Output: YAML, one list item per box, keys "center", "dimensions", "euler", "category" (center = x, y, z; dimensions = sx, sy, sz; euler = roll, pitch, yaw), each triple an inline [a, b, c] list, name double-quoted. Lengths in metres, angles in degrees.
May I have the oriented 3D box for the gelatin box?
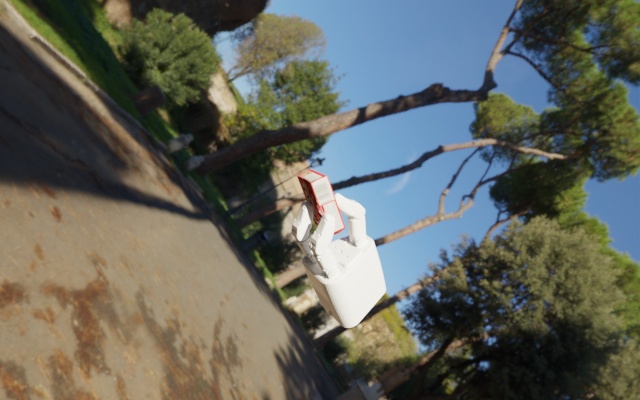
- center: [0.000, 0.002, 0.720]
  dimensions: [0.030, 0.089, 0.073]
  euler: [-24, 18, -13]
  category: "gelatin box"
